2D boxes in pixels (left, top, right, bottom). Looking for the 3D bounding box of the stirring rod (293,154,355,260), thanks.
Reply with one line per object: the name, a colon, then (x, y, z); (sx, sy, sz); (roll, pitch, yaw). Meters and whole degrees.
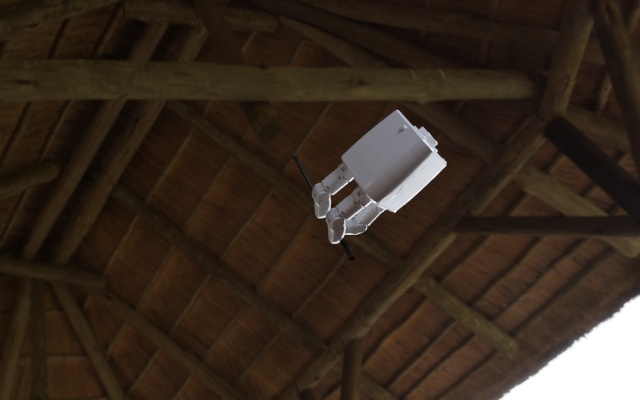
stirring rod: (0.000, 0.002, 0.750); (0.011, 0.011, 0.239); (0, 41, -30)
